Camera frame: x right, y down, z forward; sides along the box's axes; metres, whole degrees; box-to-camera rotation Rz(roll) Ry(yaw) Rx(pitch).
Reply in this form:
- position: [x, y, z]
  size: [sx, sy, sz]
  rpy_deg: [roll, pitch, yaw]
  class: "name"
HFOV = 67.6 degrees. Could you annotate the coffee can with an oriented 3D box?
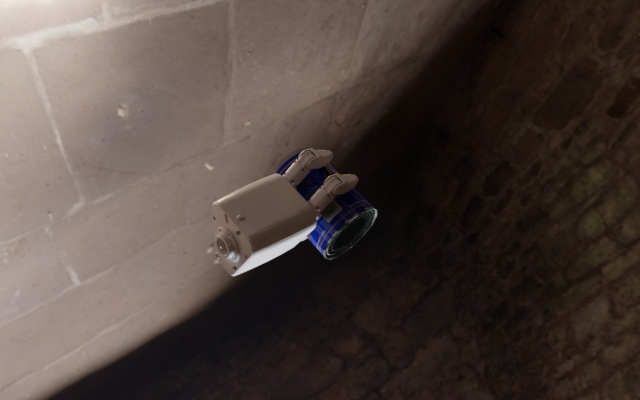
- position: [0.000, 0.002, 0.714]
  size: [0.140, 0.103, 0.103]
  rpy_deg: [46, 21, 22]
  class: "coffee can"
